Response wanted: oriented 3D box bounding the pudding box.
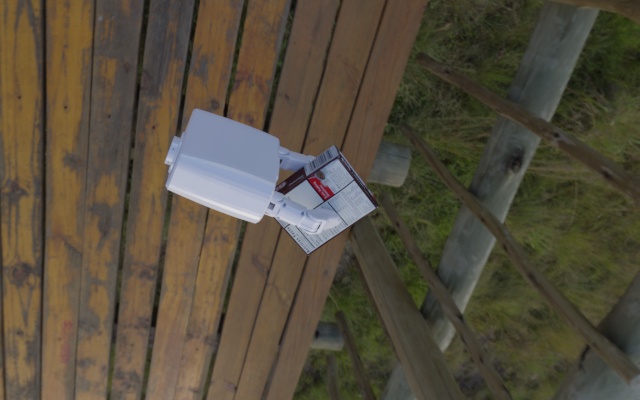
[{"bbox_3d":[0.000,0.002,0.587,0.113,0.090,0.039,-34,26,12],"label":"pudding box"}]
